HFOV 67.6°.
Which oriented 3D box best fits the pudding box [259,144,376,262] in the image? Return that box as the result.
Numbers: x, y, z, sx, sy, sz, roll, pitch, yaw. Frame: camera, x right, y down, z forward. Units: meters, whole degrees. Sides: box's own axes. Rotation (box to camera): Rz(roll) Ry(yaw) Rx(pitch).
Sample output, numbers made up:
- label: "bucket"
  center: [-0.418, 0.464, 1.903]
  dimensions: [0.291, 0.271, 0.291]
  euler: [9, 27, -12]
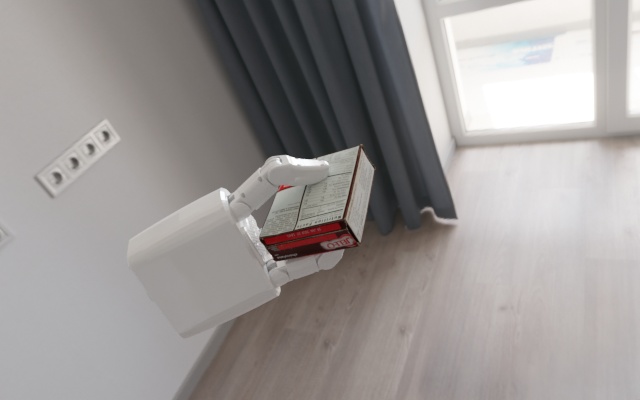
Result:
- label: "pudding box"
  center: [0.000, 0.001, 0.458]
  dimensions: [0.090, 0.039, 0.113]
  euler: [-13, 39, 26]
